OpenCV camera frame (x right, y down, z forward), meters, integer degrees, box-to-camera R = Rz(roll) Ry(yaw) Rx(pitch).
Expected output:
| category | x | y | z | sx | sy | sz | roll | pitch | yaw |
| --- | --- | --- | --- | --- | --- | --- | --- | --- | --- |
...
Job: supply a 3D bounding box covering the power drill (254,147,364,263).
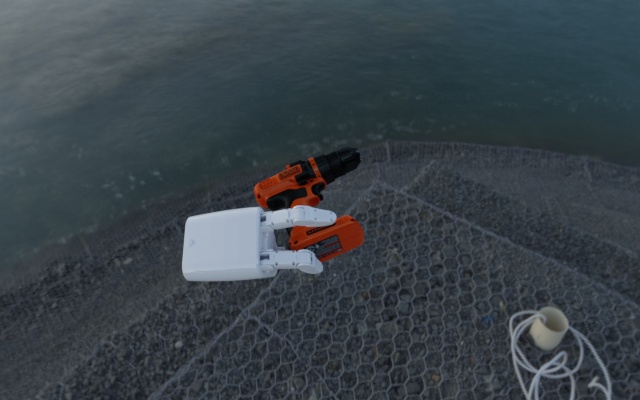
| category | x | y | z | sx | sy | sz | roll | pitch | yaw |
| --- | --- | --- | --- | --- | --- | --- | --- | --- | --- |
| power drill | 0.000 | 0.003 | 0.729 | 0.184 | 0.057 | 0.187 | -25 | 41 | 0 |
